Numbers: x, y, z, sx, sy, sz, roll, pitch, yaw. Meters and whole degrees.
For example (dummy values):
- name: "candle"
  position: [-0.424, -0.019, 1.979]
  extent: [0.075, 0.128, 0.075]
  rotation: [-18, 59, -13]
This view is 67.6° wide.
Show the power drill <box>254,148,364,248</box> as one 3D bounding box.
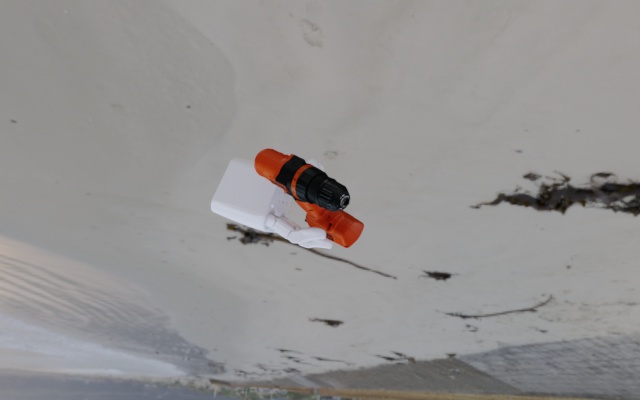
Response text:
- name: "power drill"
  position: [0.000, 0.003, 0.742]
  extent: [0.184, 0.057, 0.188]
  rotation: [30, -14, 39]
